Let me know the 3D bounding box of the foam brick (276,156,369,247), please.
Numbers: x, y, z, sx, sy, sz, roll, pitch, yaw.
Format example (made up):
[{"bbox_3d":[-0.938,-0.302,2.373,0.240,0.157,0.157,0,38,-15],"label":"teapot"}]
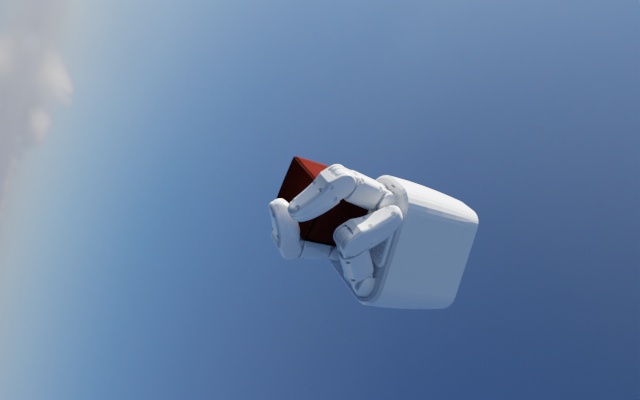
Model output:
[{"bbox_3d":[0.000,0.001,0.456,0.051,0.053,0.078,13,22,-33],"label":"foam brick"}]
